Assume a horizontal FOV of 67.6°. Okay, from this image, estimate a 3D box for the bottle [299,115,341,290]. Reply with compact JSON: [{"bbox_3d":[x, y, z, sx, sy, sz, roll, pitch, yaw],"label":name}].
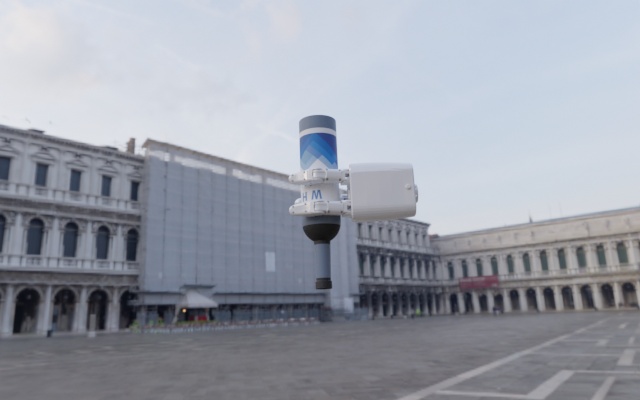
[{"bbox_3d":[0.000,0.002,0.820,0.069,0.295,0.069,-2,-13,-1],"label":"bottle"}]
